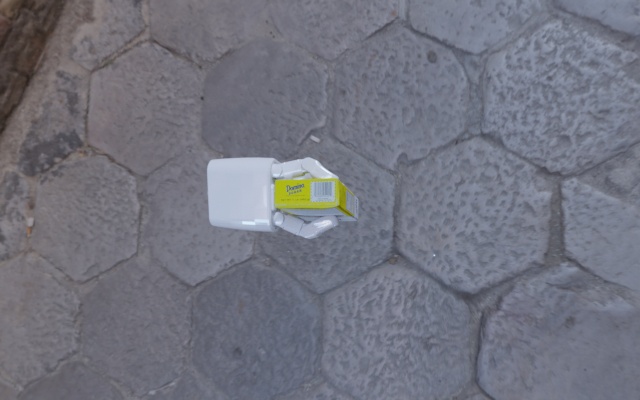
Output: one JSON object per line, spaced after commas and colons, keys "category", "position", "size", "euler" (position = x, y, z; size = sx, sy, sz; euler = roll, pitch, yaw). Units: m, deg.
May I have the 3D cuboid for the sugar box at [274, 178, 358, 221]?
{"category": "sugar box", "position": [0.000, 0.002, 0.735], "size": [0.093, 0.048, 0.176], "euler": [0, -6, 13]}
